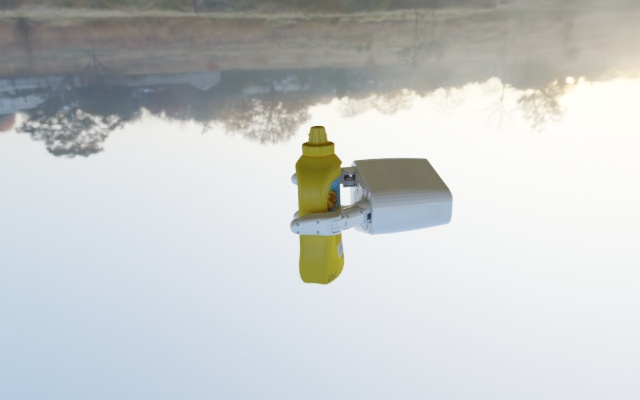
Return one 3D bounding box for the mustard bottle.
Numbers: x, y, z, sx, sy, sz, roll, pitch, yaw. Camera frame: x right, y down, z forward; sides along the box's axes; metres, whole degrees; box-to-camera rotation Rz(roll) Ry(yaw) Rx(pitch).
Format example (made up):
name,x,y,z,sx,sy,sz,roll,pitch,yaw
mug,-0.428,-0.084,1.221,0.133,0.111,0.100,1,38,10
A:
name,x,y,z,sx,sy,sz,roll,pitch,yaw
mustard bottle,0.000,0.002,0.603,0.058,0.192,0.096,3,19,13
